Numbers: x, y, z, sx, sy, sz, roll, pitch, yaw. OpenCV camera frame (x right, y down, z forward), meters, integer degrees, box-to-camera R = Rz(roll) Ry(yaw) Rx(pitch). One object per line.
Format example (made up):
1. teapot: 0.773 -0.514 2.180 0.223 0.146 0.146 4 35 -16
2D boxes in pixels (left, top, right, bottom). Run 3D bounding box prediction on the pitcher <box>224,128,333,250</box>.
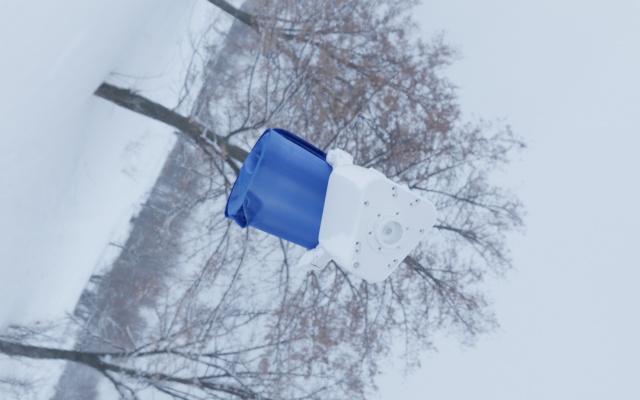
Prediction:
1. pitcher: 0.000 0.002 0.679 0.243 0.149 0.145 26 -1 -18
